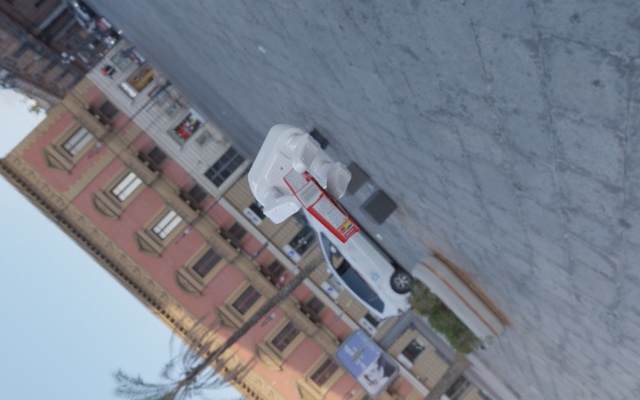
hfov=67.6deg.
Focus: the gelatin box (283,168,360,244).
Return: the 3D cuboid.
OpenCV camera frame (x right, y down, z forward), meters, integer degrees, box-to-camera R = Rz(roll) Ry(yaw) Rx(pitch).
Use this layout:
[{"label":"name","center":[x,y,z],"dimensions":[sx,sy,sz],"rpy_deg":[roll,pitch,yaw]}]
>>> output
[{"label":"gelatin box","center":[0.000,0.002,0.564],"dimensions":[0.073,0.030,0.089],"rpy_deg":[44,4,-34]}]
